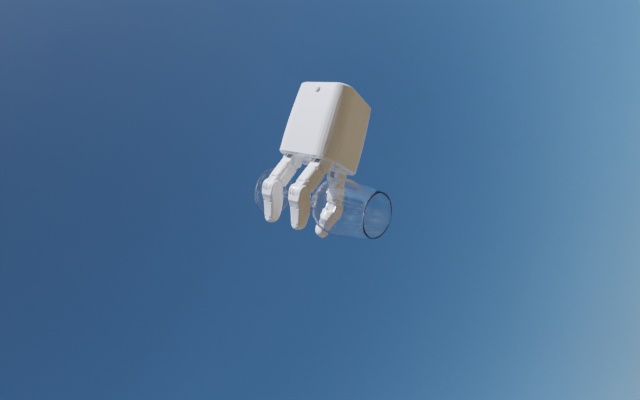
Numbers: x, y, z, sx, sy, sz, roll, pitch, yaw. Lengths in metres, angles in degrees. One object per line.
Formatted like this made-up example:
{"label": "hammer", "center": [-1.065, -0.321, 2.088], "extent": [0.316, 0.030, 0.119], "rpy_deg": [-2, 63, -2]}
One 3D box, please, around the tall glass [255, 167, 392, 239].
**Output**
{"label": "tall glass", "center": [0.000, 0.002, 0.669], "extent": [0.201, 0.079, 0.079], "rpy_deg": [14, 9, 42]}
